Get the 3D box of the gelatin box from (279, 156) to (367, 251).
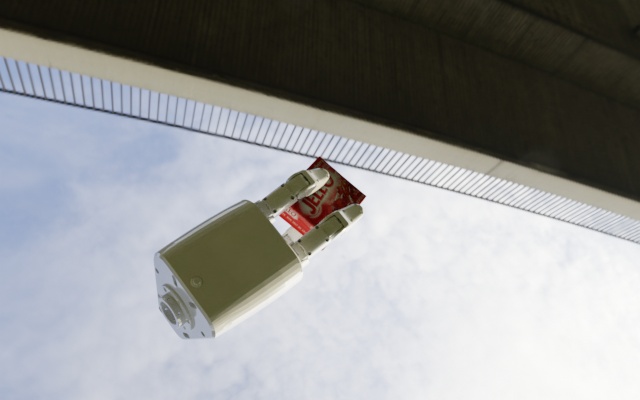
[{"bbox_3d":[0.000,0.002,0.534,0.089,0.073,0.030,-48,-2,-43],"label":"gelatin box"}]
